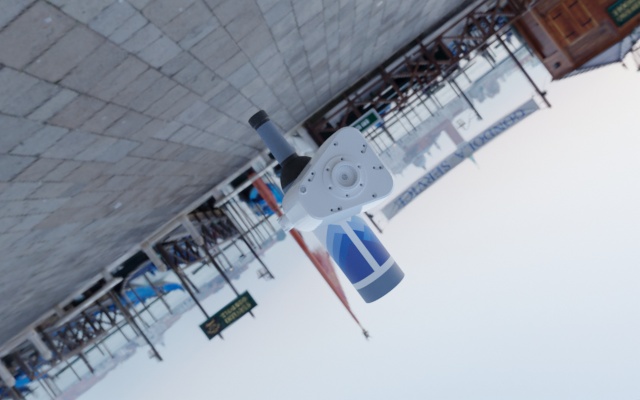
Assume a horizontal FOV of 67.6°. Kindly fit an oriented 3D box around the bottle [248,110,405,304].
[{"bbox_3d":[0.000,0.002,0.650,0.069,0.295,0.069,-37,0,0],"label":"bottle"}]
